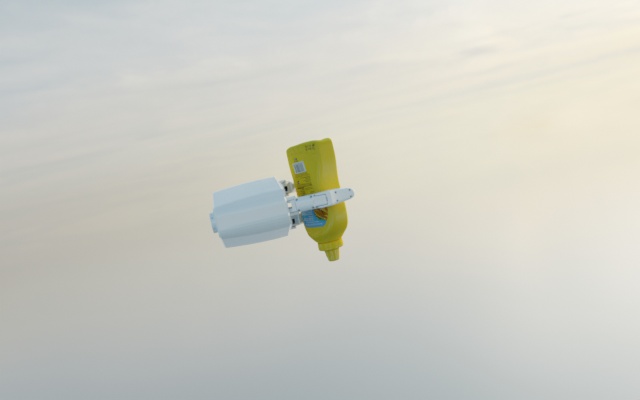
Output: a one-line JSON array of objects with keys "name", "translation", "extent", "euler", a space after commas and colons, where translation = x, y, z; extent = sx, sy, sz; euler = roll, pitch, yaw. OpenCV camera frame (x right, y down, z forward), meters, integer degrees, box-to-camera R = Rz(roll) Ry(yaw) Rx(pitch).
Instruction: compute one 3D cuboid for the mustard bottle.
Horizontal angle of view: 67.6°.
[{"name": "mustard bottle", "translation": [0.000, 0.002, 0.757], "extent": [0.058, 0.191, 0.096], "euler": [-15, 4, -34]}]
